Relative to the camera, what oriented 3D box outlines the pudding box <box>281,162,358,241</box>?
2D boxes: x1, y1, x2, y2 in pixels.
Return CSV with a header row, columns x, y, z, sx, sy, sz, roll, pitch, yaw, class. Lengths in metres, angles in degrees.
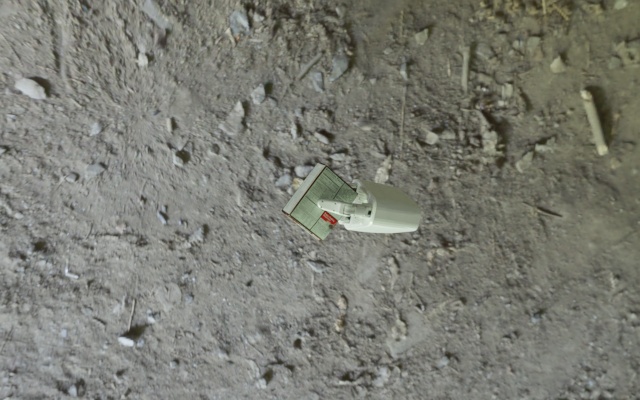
x,y,z,sx,sy,sz,roll,pitch,yaw,class
0.000,0.003,0.849,0.090,0.113,0.039,40,-8,-27,pudding box
